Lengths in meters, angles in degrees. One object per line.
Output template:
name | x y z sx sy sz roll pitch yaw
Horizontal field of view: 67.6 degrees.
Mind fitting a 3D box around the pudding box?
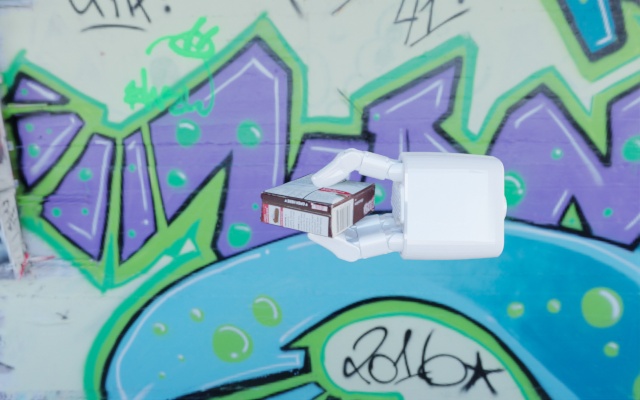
pudding box | 0.000 0.002 0.535 0.090 0.039 0.113 10 17 27
